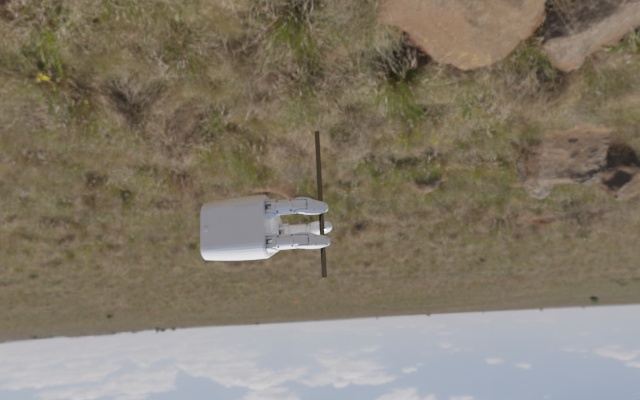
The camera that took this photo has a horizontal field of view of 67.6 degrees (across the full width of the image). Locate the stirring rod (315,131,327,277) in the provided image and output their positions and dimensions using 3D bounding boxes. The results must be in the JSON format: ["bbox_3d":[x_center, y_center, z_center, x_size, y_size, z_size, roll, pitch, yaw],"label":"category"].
[{"bbox_3d":[0.000,0.002,0.770,0.011,0.239,0.011,-3,-13,-1],"label":"stirring rod"}]
